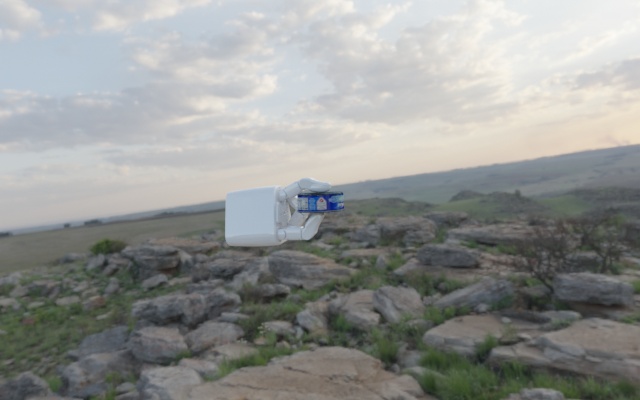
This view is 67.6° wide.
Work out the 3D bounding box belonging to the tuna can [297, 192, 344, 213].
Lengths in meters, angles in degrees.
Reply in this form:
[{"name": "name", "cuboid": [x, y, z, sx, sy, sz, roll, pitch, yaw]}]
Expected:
[{"name": "tuna can", "cuboid": [0.000, 0.002, 0.866, 0.086, 0.034, 0.086, -3, 3, 0]}]
